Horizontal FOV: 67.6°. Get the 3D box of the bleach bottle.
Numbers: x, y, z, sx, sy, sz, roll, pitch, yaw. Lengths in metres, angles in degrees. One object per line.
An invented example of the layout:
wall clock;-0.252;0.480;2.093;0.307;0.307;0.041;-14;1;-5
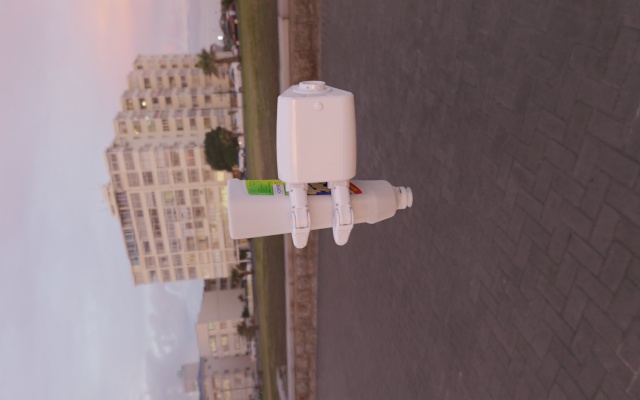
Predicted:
bleach bottle;0.000;0.002;0.663;0.251;0.068;0.102;-5;21;-9
